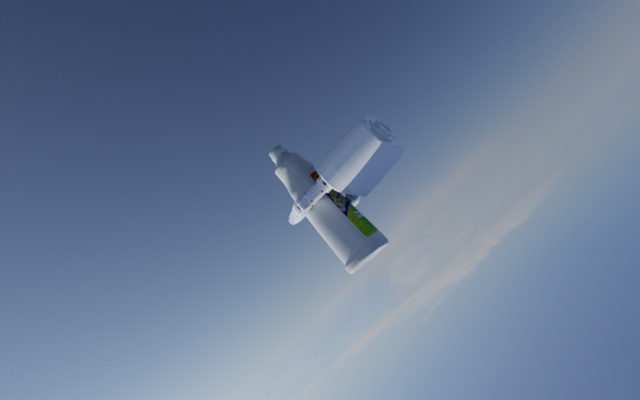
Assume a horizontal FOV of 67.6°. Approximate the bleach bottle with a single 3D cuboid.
[{"bbox_3d":[0.000,0.003,0.801,0.068,0.251,0.102,-48,-14,21],"label":"bleach bottle"}]
